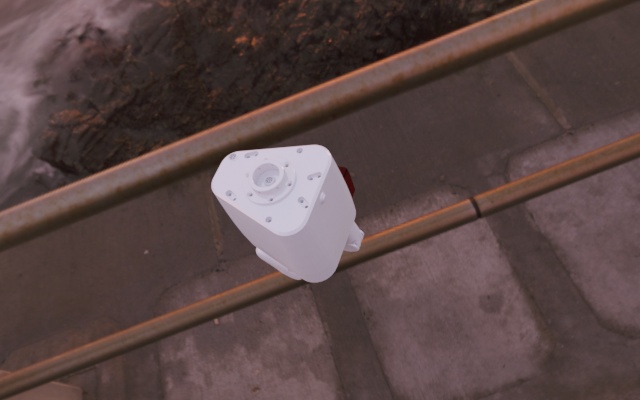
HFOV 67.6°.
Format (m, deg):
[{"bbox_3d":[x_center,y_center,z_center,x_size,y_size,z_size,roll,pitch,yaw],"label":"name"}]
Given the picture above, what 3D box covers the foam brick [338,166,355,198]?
[{"bbox_3d":[0.000,0.002,0.548,0.053,0.078,0.051,12,-25,22],"label":"foam brick"}]
